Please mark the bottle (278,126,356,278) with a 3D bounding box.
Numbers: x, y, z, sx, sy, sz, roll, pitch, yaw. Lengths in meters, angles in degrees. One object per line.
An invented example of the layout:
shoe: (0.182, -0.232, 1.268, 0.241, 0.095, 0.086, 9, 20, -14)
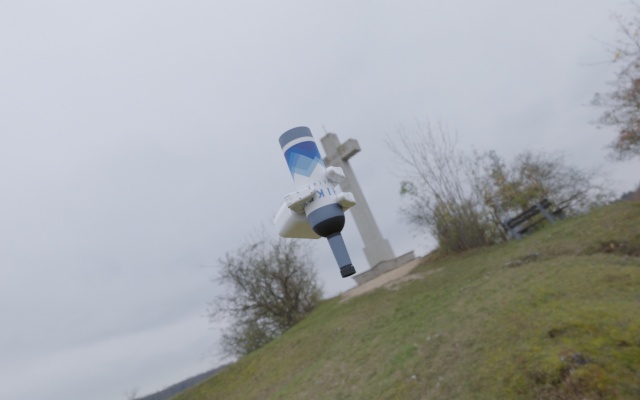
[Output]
bottle: (0.000, 0.003, 0.896, 0.069, 0.295, 0.069, -20, -17, -6)
